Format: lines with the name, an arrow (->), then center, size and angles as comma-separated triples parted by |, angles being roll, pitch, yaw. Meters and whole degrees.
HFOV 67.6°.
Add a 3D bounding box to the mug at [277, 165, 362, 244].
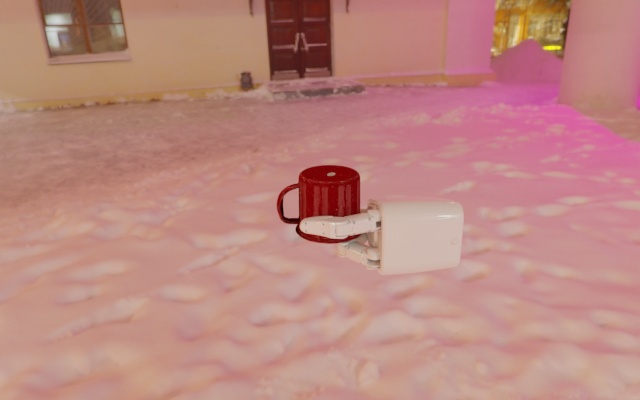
mug -> -0.001, 0.002, 0.635 | 0.117, 0.081, 0.093 | -3, 21, -6
